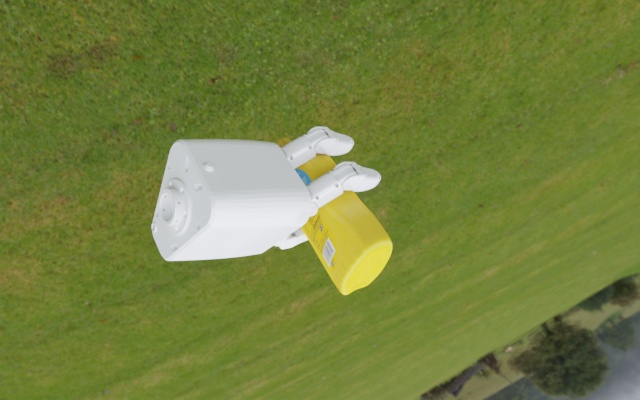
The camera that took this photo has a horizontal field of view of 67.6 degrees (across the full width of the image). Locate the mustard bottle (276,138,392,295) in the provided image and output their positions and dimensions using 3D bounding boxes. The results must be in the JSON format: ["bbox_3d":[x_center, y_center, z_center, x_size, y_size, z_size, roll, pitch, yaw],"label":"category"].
[{"bbox_3d":[0.000,0.002,0.523,0.058,0.191,0.096,-20,-31,-25],"label":"mustard bottle"}]
